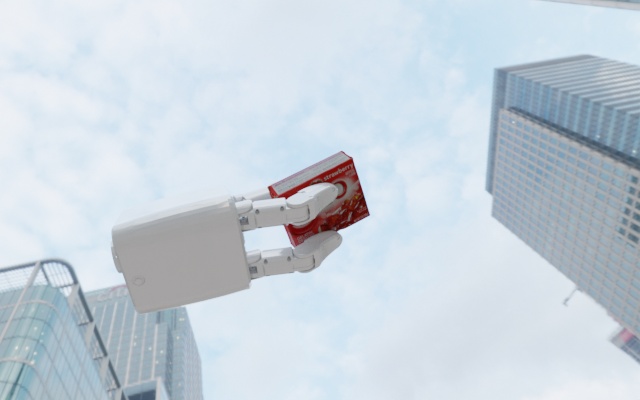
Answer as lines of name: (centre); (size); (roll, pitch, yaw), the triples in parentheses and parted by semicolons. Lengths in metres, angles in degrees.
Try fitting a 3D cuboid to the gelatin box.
gelatin box: (0.000, 0.001, 0.490); (0.089, 0.073, 0.030); (-27, 32, -11)
